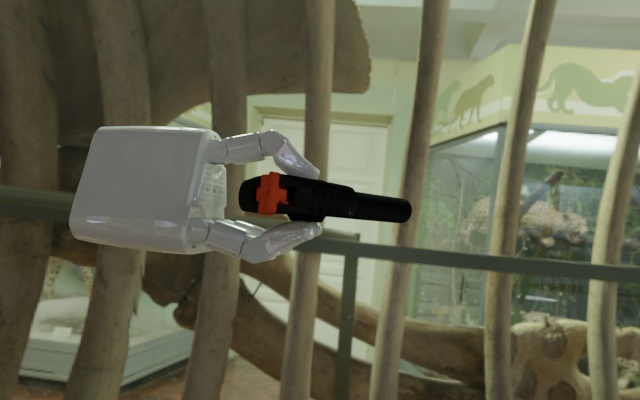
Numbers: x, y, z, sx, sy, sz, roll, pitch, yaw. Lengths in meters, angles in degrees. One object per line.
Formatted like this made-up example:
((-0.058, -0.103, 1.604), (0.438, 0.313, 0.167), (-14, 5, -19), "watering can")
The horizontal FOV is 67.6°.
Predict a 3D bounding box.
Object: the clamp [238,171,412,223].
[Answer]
((0.000, 0.000, 0.408), (0.164, 0.036, 0.210), (3, -2, 7), "clamp")
